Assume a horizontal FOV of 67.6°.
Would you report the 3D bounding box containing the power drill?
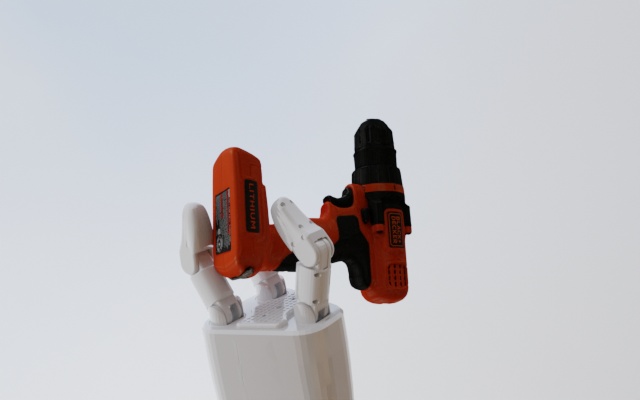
[{"bbox_3d":[0.000,0.002,0.431,0.187,0.184,0.057,5,-17,-30],"label":"power drill"}]
